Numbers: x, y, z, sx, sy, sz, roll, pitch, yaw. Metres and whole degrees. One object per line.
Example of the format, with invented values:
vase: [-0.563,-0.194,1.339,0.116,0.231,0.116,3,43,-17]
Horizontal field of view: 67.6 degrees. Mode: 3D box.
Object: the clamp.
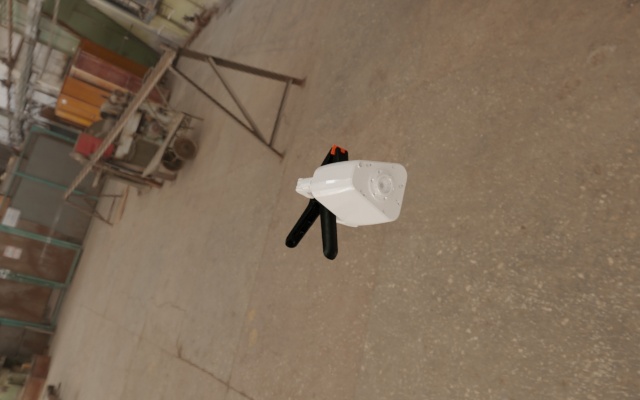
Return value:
clamp: [0.000,0.002,0.870,0.036,0.210,0.164,21,-15,-30]
